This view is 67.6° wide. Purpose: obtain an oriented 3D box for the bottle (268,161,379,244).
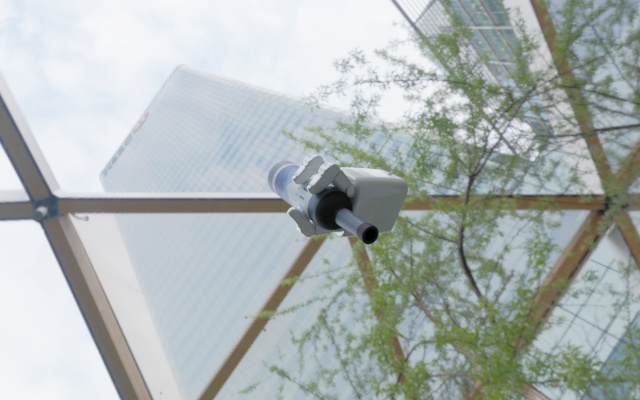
[{"bbox_3d":[0.000,0.002,0.777,0.069,0.069,0.295,0,18,-30],"label":"bottle"}]
